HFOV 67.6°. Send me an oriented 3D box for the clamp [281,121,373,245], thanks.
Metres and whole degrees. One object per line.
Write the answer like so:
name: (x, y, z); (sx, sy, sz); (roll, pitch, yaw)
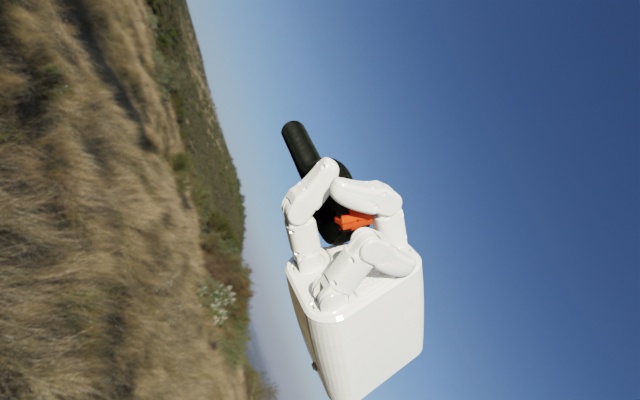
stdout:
clamp: (0.001, 0.001, 0.460); (0.039, 0.120, 0.171); (-17, 30, -13)
